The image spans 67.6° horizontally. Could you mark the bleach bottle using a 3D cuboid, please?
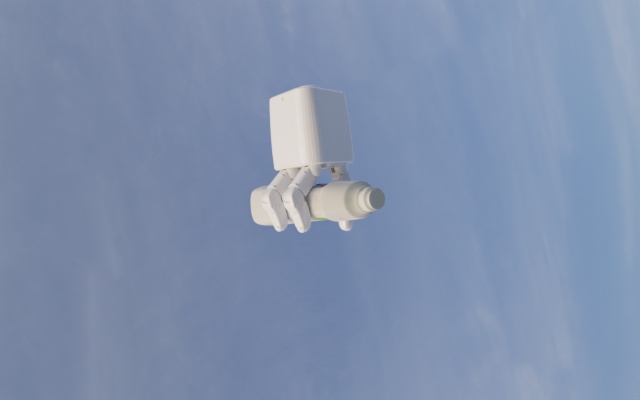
[{"bbox_3d":[0.000,0.002,0.699,0.102,0.068,0.251,-6,1,-38],"label":"bleach bottle"}]
